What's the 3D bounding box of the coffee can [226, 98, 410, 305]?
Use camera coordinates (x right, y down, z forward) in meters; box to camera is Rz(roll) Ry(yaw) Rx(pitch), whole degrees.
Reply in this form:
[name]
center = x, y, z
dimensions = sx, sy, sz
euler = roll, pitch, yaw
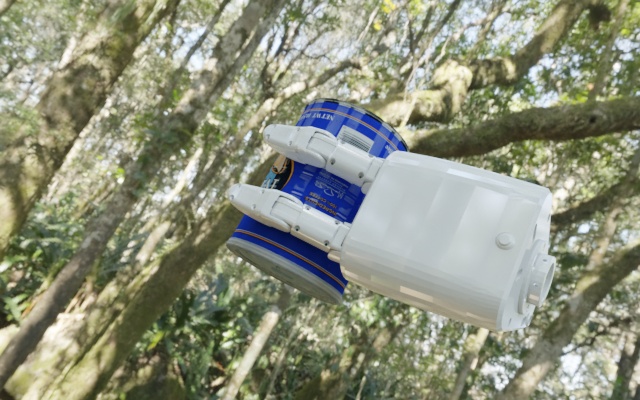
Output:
[coffee can]
center = 0.000, 0.001, 0.403
dimensions = 0.103, 0.140, 0.103
euler = 26, -16, 8
